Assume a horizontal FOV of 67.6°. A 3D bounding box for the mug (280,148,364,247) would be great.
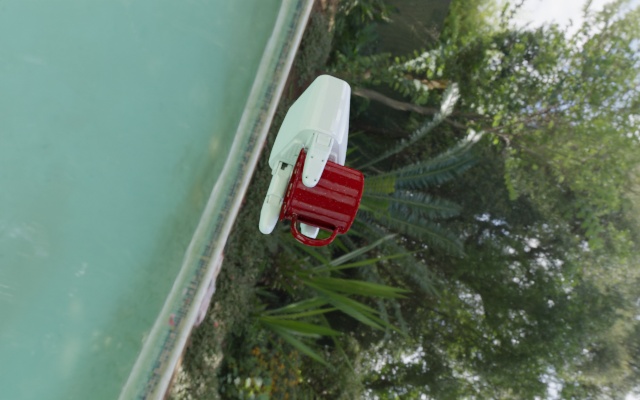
[{"bbox_3d":[0.000,0.003,0.574,0.081,0.117,0.093,17,-35,-7],"label":"mug"}]
